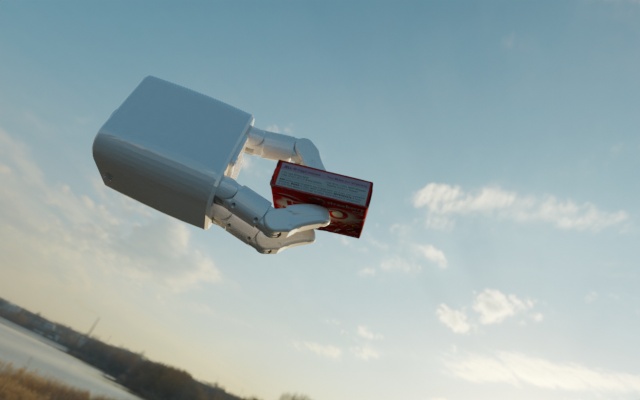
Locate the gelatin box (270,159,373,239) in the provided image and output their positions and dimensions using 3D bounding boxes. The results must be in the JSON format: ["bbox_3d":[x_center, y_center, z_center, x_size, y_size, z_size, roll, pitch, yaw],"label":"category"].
[{"bbox_3d":[0.001,0.001,0.444,0.089,0.030,0.073,13,-26,5],"label":"gelatin box"}]
